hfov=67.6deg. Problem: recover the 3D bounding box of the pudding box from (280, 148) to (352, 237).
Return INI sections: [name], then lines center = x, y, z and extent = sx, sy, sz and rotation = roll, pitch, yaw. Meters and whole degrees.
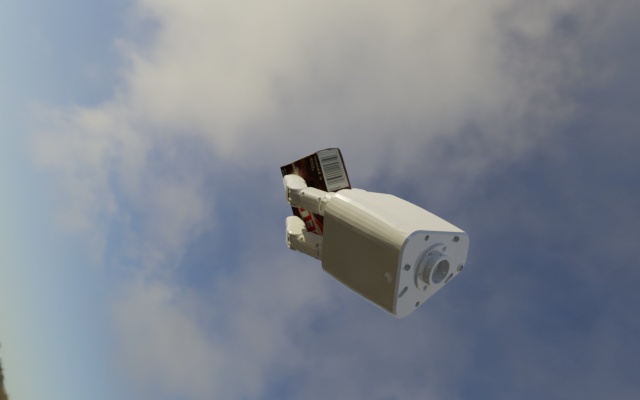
[pudding box]
center = 0.000, 0.002, 0.568
extent = 0.039, 0.113, 0.090
rotation = -14, 0, -34
